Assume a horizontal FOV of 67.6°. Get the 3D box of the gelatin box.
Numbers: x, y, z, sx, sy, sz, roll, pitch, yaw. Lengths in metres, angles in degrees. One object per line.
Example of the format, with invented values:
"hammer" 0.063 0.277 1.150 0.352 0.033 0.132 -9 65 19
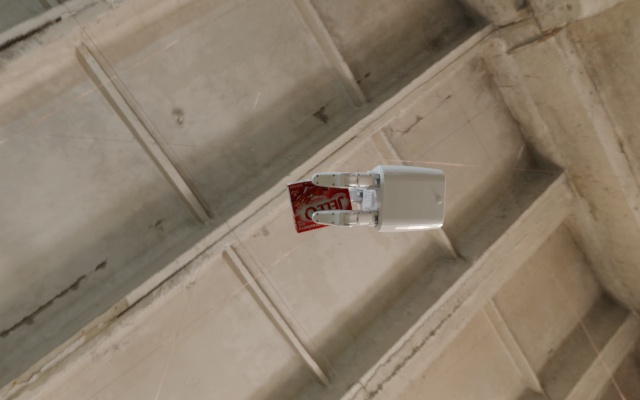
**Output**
"gelatin box" 0.000 0.002 0.706 0.089 0.073 0.030 -12 8 -8
